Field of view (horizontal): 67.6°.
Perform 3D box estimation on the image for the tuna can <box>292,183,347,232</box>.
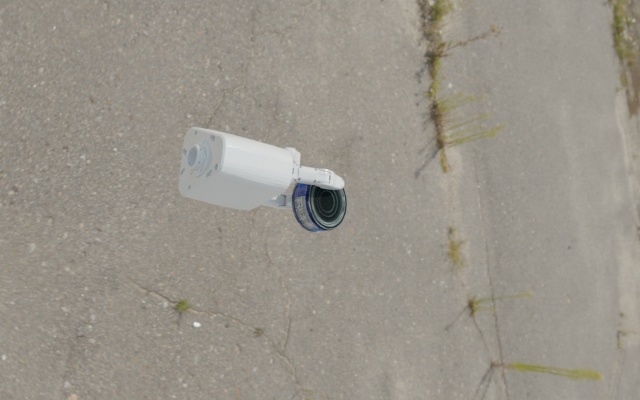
[{"bbox_3d":[0.001,0.002,0.696,0.034,0.086,0.086,-7,-5,43],"label":"tuna can"}]
